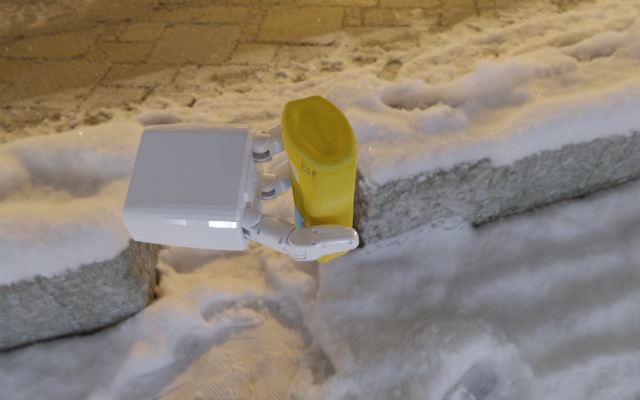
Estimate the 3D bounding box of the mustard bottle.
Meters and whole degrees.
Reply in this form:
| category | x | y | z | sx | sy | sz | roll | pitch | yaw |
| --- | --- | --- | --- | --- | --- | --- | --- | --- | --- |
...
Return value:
| category | x | y | z | sx | sy | sz | roll | pitch | yaw |
| --- | --- | --- | --- | --- | --- | --- | --- | --- | --- |
| mustard bottle | 0.000 | 0.001 | 0.465 | 0.058 | 0.096 | 0.192 | -17 | -39 | -12 |
